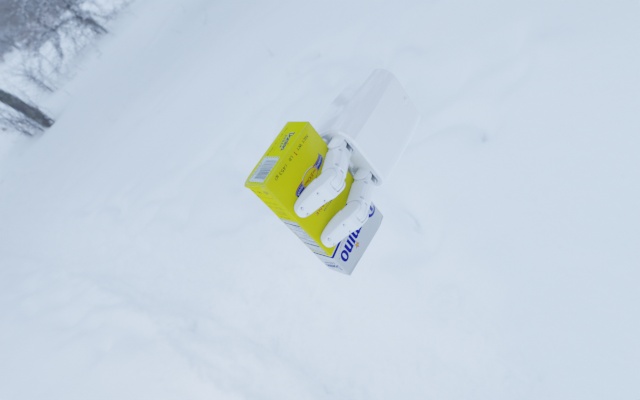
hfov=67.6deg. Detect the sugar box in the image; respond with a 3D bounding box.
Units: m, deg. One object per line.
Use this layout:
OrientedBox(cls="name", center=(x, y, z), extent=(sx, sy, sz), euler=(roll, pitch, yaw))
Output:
OrientedBox(cls="sugar box", center=(0.000, 0.002, 0.556), extent=(0.048, 0.093, 0.176), euler=(9, -31, 50))
